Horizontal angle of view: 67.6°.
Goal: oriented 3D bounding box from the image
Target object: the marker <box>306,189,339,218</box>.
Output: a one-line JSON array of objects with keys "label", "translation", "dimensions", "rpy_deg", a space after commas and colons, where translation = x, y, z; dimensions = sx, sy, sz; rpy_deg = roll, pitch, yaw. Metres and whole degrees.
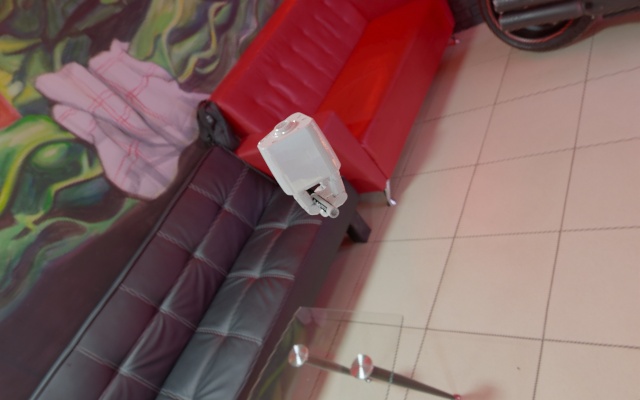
[{"label": "marker", "translation": [0.000, 0.003, 0.885], "dimensions": [0.020, 0.020, 0.121], "rpy_deg": [0, 18, -25]}]
